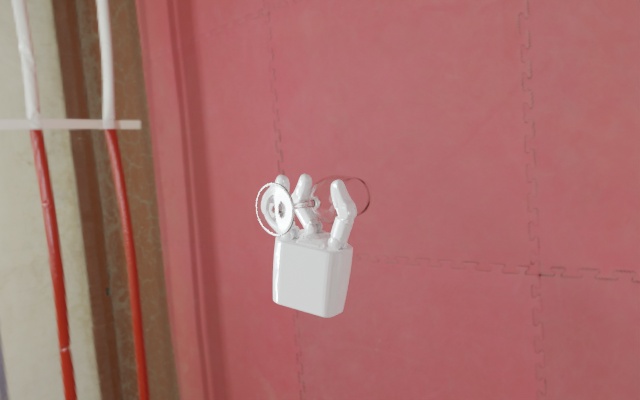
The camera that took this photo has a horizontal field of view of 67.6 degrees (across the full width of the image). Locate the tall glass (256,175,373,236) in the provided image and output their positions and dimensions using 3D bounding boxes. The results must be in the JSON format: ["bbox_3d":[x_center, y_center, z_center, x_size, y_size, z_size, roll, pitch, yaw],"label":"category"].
[{"bbox_3d":[0.000,0.002,0.728,0.079,0.079,0.201,0,6,40],"label":"tall glass"}]
